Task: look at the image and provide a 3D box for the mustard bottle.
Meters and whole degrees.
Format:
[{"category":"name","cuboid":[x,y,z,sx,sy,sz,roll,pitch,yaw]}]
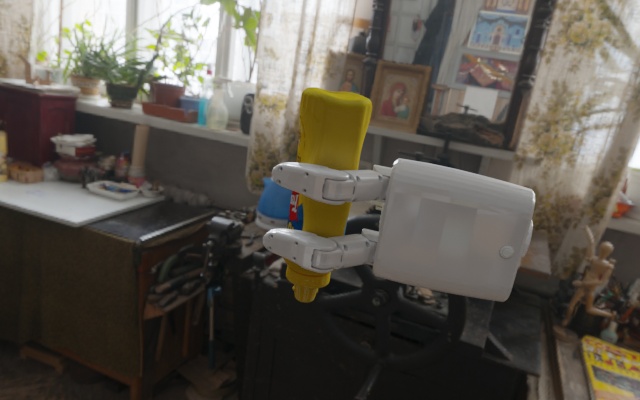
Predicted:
[{"category":"mustard bottle","cuboid":[0.000,0.001,0.421,0.058,0.192,0.096,6,17,-10]}]
